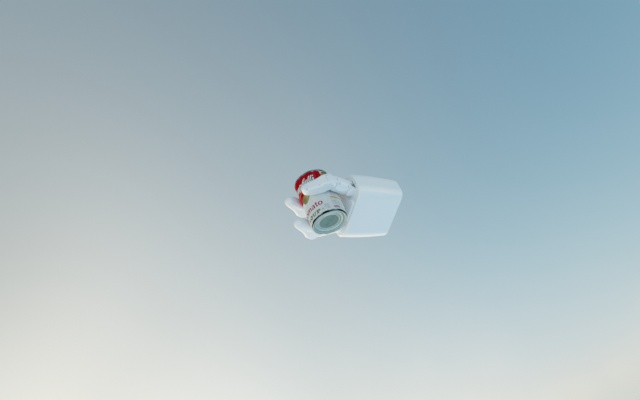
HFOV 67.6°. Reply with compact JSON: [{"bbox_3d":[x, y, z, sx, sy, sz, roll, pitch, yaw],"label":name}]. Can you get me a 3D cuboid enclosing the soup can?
[{"bbox_3d":[0.000,0.003,0.859,0.068,0.102,0.069,-15,-38,-12],"label":"soup can"}]
